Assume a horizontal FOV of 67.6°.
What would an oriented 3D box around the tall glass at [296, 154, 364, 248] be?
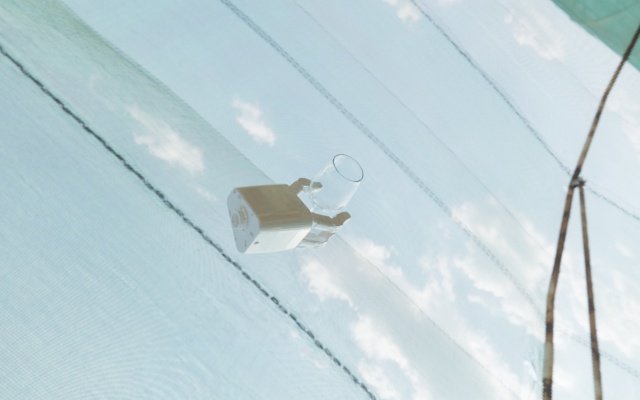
[{"bbox_3d":[0.000,0.003,0.881,0.079,0.079,0.201,0,-37,-37],"label":"tall glass"}]
